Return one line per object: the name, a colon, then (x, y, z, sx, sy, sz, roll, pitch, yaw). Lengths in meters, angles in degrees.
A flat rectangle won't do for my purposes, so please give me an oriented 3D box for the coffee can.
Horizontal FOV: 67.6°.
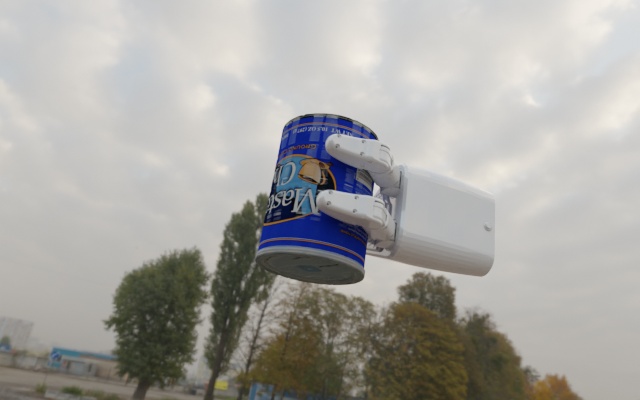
coffee can: (0.000, 0.002, 0.468, 0.103, 0.140, 0.103, 8, -22, 3)
